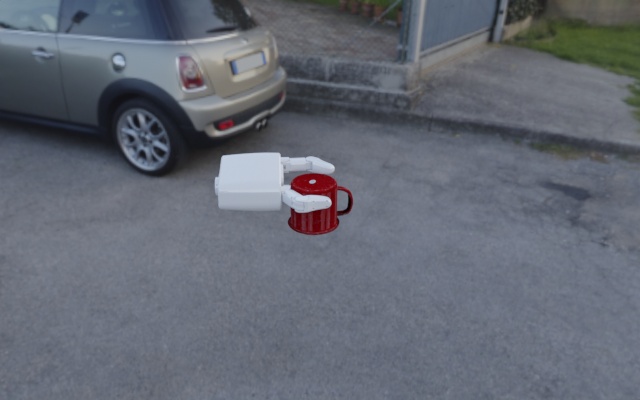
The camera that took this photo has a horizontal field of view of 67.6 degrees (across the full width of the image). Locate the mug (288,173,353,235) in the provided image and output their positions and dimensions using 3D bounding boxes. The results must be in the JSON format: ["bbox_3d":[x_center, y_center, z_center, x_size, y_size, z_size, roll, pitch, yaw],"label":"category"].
[{"bbox_3d":[0.002,0.003,0.842,0.117,0.081,0.093,-2,26,-6],"label":"mug"}]
